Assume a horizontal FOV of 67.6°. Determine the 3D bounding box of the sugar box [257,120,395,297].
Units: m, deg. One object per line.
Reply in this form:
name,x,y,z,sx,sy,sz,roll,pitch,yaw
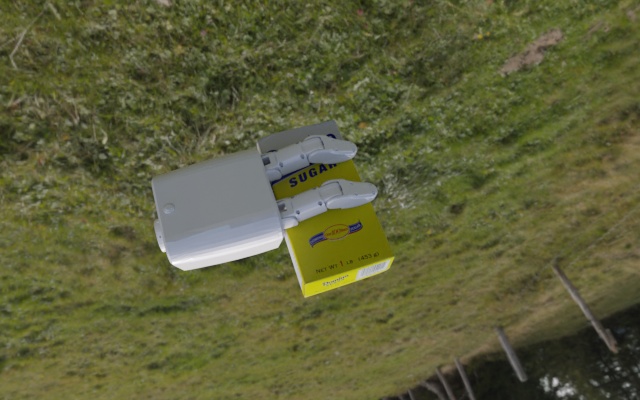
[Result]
sugar box,0.000,0.001,0.497,0.093,0.176,0.048,-16,-26,-11
